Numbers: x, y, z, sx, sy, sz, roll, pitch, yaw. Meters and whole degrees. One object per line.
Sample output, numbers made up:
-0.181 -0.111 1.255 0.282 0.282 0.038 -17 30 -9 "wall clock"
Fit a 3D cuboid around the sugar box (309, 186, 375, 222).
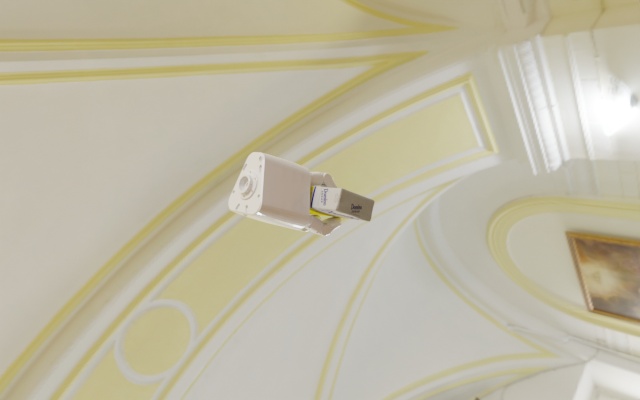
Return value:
0.000 0.003 0.868 0.176 0.048 0.093 9 -7 46 "sugar box"
